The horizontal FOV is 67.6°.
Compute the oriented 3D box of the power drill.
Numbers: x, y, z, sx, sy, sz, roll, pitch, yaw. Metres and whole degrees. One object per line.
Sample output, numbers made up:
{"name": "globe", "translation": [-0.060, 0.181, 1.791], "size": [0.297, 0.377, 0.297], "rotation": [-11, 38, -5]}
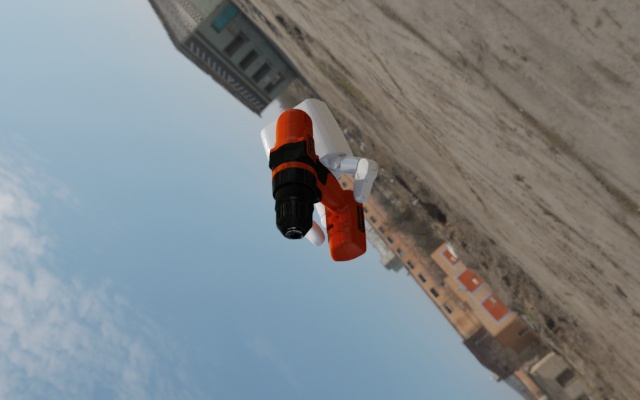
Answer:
{"name": "power drill", "translation": [0.000, 0.002, 0.601], "size": [0.057, 0.184, 0.188], "rotation": [-16, -40, 19]}
